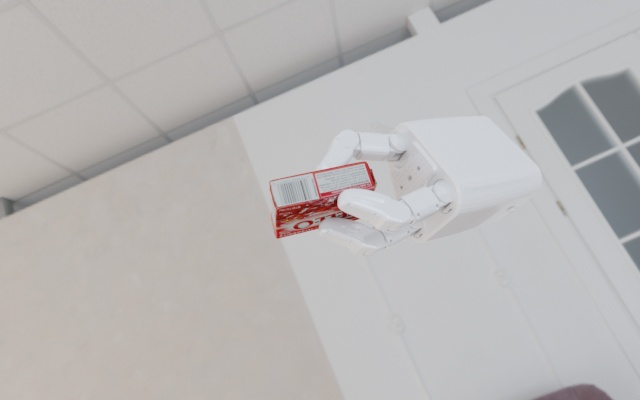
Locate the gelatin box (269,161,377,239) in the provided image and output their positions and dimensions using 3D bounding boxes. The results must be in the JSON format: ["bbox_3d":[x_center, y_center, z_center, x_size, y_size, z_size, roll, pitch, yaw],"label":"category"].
[{"bbox_3d":[0.000,0.001,0.429,0.089,0.030,0.073,-12,-22,-10],"label":"gelatin box"}]
